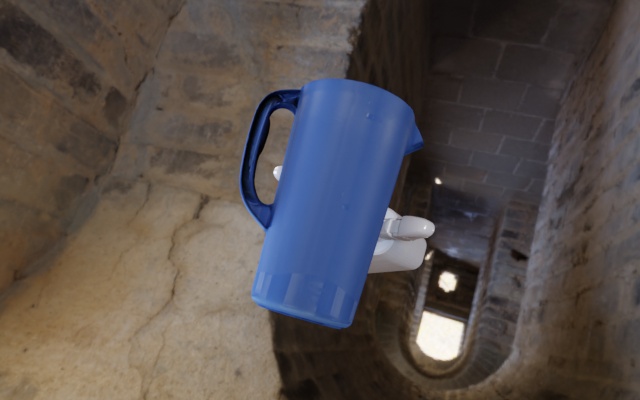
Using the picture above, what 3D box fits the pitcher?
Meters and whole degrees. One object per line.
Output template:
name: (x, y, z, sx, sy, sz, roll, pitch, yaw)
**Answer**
pitcher: (0.000, 0.002, 0.511, 0.149, 0.242, 0.145, 7, -15, 37)
